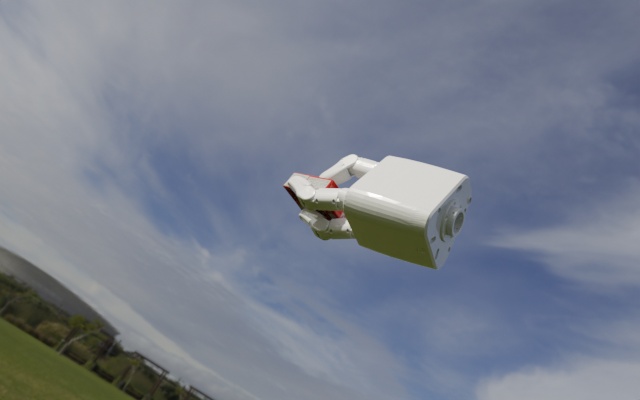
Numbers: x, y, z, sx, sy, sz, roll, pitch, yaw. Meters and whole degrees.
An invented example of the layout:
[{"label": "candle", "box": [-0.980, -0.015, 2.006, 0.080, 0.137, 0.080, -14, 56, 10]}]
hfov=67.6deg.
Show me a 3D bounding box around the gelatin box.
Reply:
[{"label": "gelatin box", "box": [0.000, 0.002, 0.644, 0.089, 0.030, 0.073, 14, -33, 50]}]
